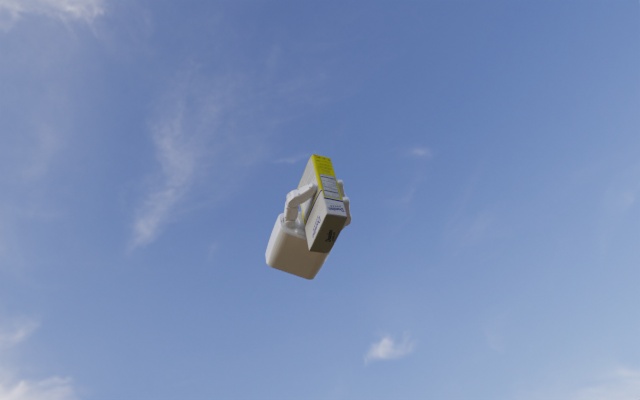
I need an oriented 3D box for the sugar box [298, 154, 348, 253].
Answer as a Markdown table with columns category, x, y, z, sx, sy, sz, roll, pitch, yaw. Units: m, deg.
| category | x | y | z | sx | sy | sz | roll | pitch | yaw |
| --- | --- | --- | --- | --- | --- | --- | --- | --- | --- |
| sugar box | 0.001 | 0.003 | 0.878 | 0.048 | 0.093 | 0.176 | 9 | 39 | -21 |
